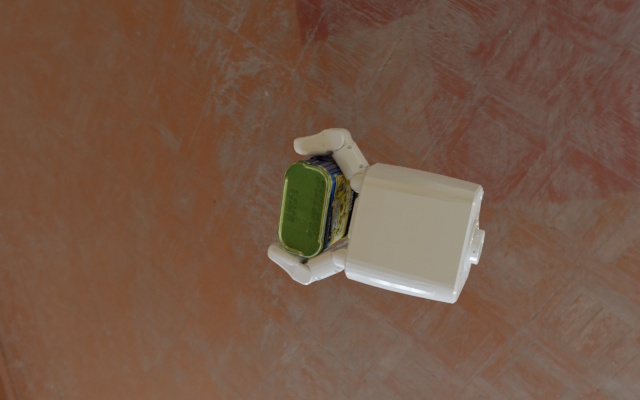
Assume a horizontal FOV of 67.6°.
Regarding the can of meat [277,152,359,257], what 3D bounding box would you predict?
[{"bbox_3d":[0.000,0.002,0.506,0.057,0.102,0.084,15,18,22],"label":"can of meat"}]
